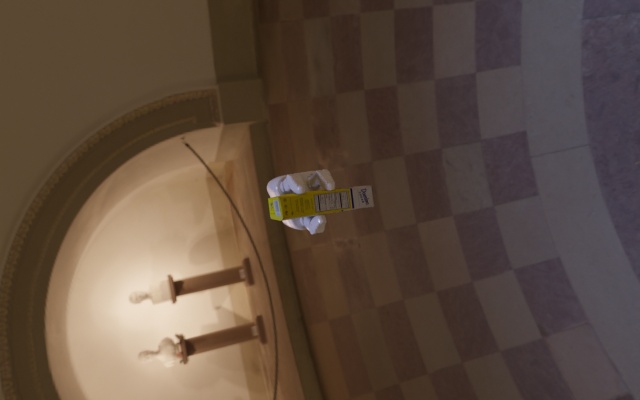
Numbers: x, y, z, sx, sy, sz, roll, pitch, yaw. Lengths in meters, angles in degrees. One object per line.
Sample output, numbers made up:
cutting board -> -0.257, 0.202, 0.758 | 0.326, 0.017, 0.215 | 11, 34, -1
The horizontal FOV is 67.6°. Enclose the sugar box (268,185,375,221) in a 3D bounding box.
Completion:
sugar box -> 0.000, 0.002, 0.878 | 0.176, 0.048, 0.093 | -10, 3, -18
